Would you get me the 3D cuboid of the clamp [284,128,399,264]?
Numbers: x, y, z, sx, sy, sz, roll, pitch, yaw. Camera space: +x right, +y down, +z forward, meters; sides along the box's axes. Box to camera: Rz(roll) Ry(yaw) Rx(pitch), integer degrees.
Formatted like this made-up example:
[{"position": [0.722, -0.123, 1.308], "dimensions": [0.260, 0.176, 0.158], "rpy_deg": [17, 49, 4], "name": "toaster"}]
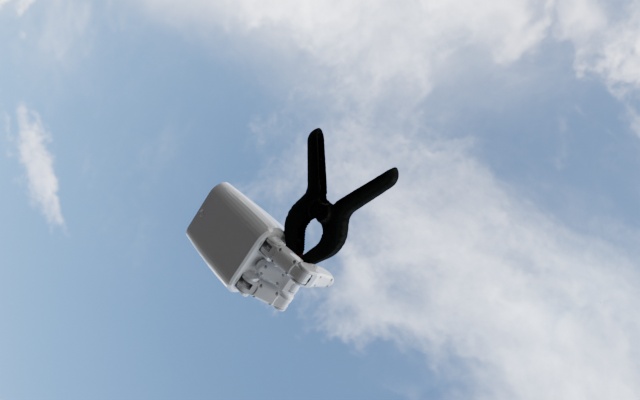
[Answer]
[{"position": [0.000, 0.002, 0.567], "dimensions": [0.120, 0.171, 0.039], "rpy_deg": [41, 11, 26], "name": "clamp"}]
